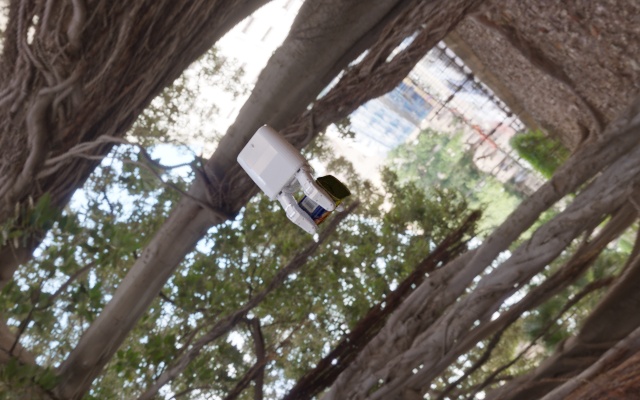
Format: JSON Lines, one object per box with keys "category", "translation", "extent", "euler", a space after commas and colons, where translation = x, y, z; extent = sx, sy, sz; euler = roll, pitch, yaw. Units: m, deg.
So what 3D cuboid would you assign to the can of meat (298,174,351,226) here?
{"category": "can of meat", "translation": [0.000, 0.003, 0.887], "extent": [0.057, 0.084, 0.102], "euler": [45, 19, 9]}
